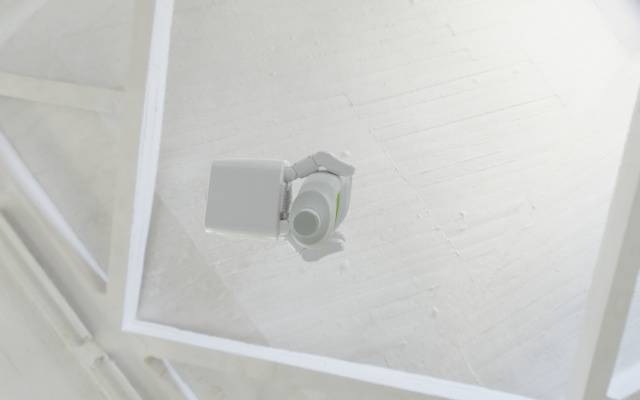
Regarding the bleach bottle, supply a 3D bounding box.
[{"bbox_3d":[0.000,0.002,0.653,0.068,0.102,0.251,5,8,7],"label":"bleach bottle"}]
